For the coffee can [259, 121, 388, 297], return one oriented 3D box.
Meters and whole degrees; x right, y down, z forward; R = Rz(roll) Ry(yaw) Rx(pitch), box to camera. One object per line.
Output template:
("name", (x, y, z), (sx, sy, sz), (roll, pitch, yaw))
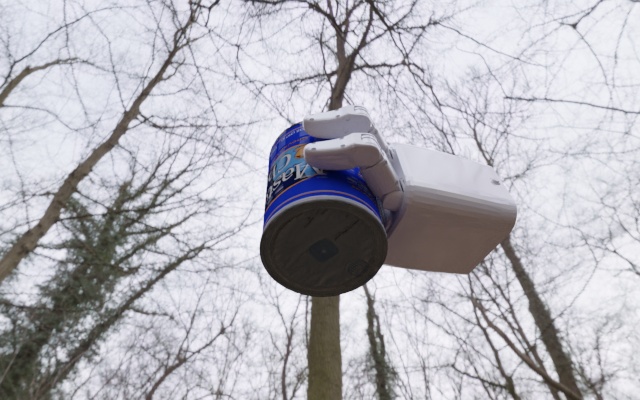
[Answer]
("coffee can", (0.000, 0.002, 0.436), (0.103, 0.103, 0.140), (0, 35, -3))
